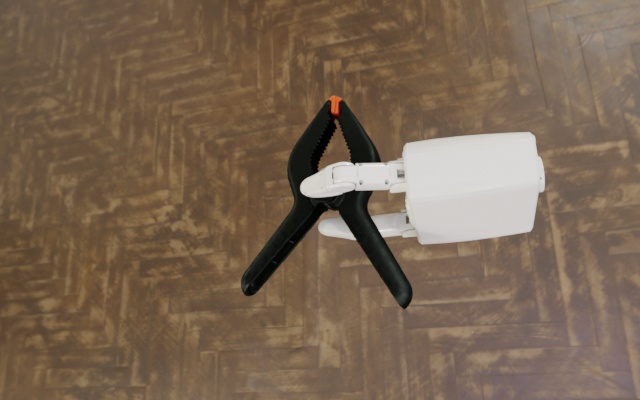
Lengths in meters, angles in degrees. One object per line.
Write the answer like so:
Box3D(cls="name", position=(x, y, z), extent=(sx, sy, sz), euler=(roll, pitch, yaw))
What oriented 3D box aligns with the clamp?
Box3D(cls="clamp", position=(0.000, 0.001, 0.465), extent=(0.164, 0.210, 0.036), euler=(-6, -16, 15))
